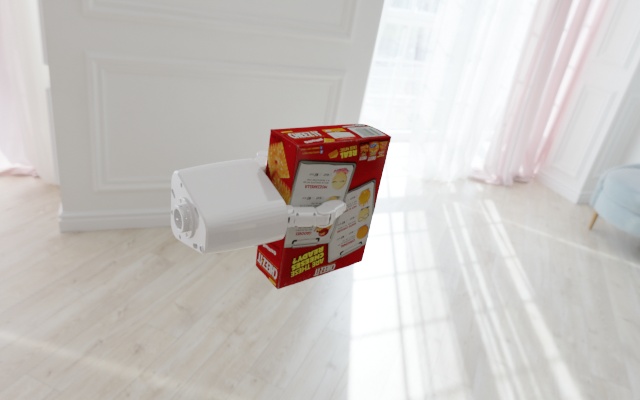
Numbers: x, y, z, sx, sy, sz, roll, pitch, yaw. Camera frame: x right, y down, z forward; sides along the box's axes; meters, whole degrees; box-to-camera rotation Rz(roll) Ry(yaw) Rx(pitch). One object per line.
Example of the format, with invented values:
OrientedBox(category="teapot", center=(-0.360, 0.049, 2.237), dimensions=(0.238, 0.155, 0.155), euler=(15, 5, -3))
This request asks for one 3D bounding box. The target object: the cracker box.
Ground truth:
OrientedBox(category="cracker box", center=(0.000, 0.002, 0.679), dimensions=(0.164, 0.214, 0.072), euler=(-12, 34, -37))
